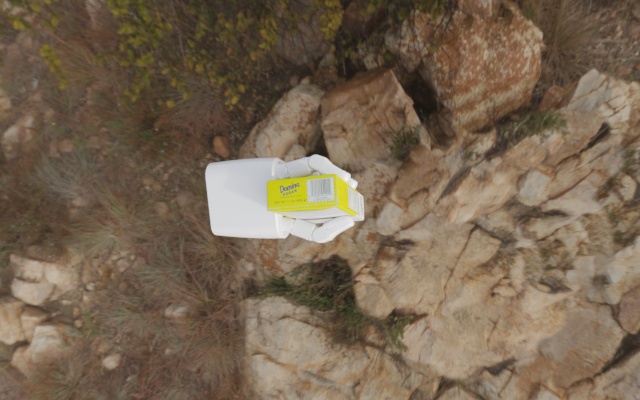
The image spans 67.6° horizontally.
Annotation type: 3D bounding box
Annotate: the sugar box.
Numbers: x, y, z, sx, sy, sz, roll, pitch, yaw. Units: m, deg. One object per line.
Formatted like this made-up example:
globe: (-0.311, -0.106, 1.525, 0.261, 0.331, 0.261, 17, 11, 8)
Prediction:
sugar box: (0.000, 0.002, 0.661, 0.093, 0.048, 0.176, -4, -7, 14)
